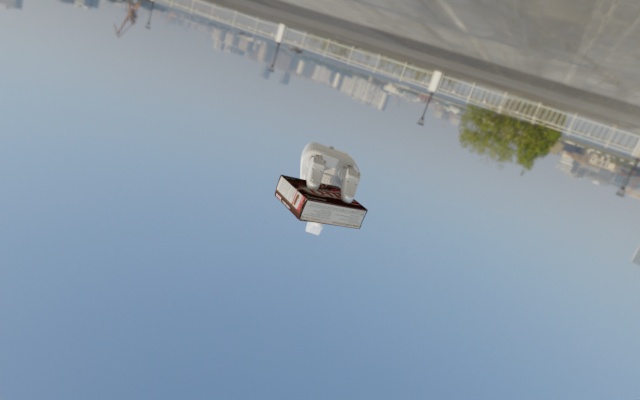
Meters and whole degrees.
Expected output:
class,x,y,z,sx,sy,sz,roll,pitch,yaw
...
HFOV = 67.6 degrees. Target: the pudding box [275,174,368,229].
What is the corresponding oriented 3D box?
class,x,y,z,sx,sy,sz,roll,pitch,yaw
pudding box,0.000,0.002,0.710,0.113,0.039,0.090,8,19,-33
